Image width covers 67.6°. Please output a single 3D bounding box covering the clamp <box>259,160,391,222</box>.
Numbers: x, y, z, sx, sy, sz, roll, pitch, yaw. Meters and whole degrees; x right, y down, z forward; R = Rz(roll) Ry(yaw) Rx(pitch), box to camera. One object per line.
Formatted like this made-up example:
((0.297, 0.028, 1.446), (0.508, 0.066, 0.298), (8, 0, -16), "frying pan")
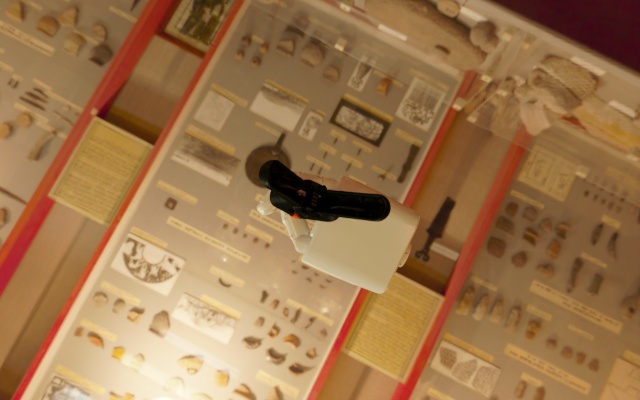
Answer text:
((0.000, 0.002, 0.483), (0.120, 0.039, 0.171), (22, -7, -1), "clamp")
